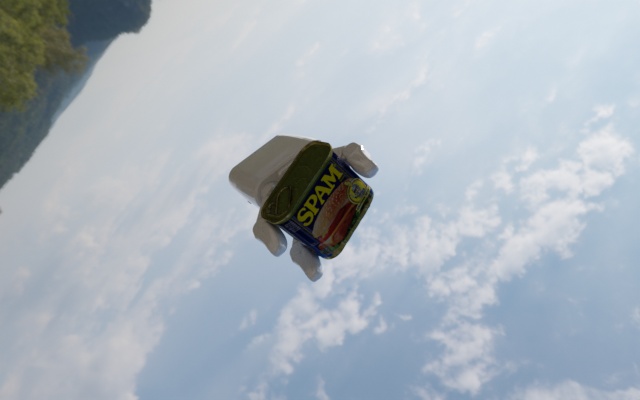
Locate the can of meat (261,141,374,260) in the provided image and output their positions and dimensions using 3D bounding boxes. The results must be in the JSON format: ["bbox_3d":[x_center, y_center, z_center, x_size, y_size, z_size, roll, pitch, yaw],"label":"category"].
[{"bbox_3d":[0.000,0.002,0.517,0.084,0.102,0.057,40,-13,-32],"label":"can of meat"}]
